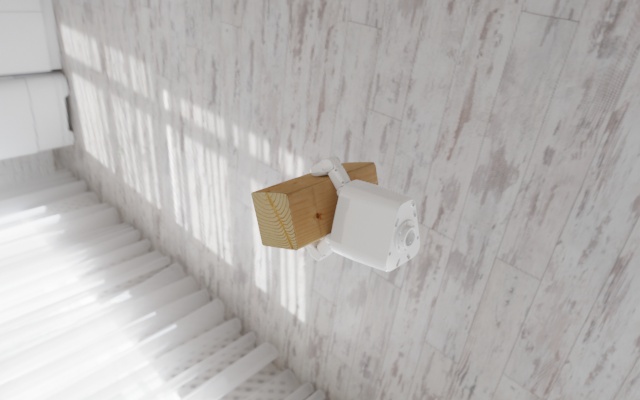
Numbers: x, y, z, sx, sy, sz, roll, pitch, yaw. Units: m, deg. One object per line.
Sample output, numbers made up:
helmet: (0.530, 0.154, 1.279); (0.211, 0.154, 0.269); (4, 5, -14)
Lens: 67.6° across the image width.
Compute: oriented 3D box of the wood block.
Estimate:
wood block: (0.000, 0.002, 0.794); (0.090, 0.091, 0.206); (3, 17, 46)
